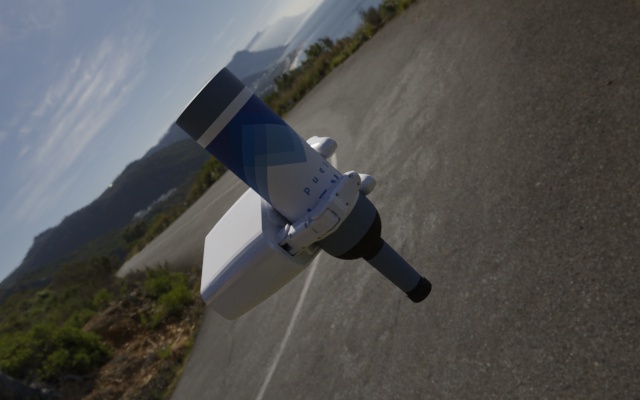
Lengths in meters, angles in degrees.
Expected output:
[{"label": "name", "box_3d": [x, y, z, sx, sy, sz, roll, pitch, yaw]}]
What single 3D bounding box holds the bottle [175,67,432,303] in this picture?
[{"label": "bottle", "box_3d": [0.000, 0.001, 0.458, 0.296, 0.069, 0.069, 42, -14, -16]}]
